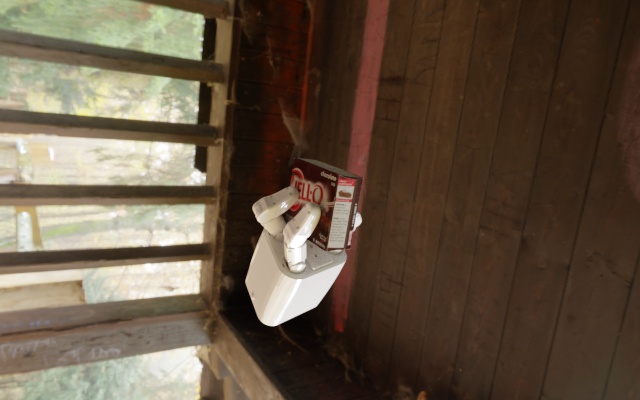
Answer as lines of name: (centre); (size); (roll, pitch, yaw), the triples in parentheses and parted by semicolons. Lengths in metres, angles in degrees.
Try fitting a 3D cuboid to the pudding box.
pudding box: (0.000, 0.002, 0.576); (0.039, 0.090, 0.113); (1, 13, -33)
